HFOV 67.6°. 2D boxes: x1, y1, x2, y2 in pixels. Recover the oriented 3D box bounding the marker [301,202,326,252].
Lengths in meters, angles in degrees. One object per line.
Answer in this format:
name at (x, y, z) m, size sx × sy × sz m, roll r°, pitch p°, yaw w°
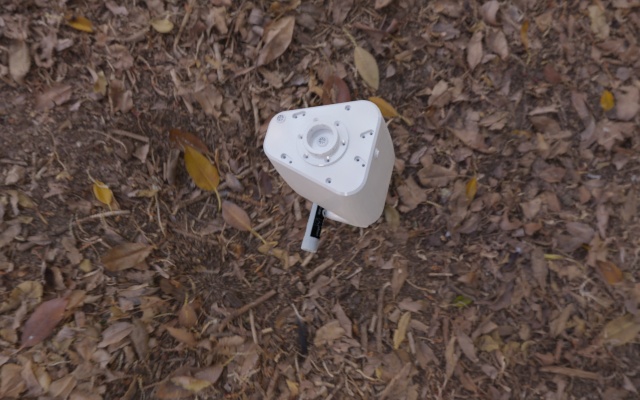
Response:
marker at (0.000, 0.002, 0.577) m, size 0.020 × 0.121 × 0.020 m, roll 13°, pitch -12°, yaw 3°
